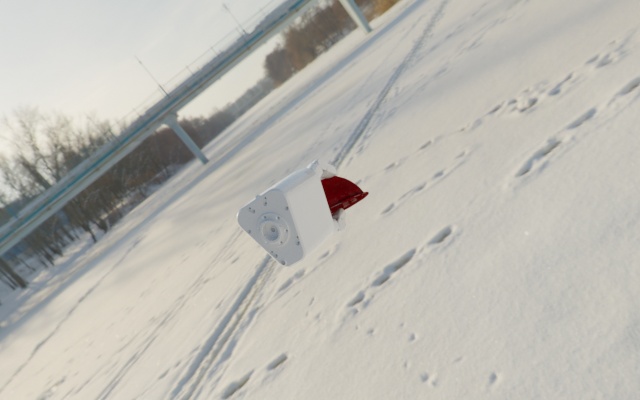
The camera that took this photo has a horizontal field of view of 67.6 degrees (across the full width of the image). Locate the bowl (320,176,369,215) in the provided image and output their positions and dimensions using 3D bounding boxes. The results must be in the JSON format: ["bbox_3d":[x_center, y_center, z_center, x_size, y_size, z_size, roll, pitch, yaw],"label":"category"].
[{"bbox_3d":[0.000,0.002,0.823,0.162,0.055,0.162,-27,-7,-4],"label":"bowl"}]
